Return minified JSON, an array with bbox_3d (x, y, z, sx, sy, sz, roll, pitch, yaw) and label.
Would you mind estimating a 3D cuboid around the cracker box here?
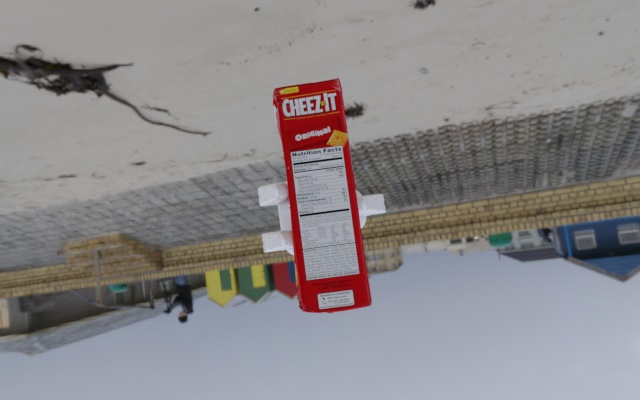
[{"bbox_3d":[0.000,0.002,0.512,0.072,0.213,0.164,-8,-5,0],"label":"cracker box"}]
